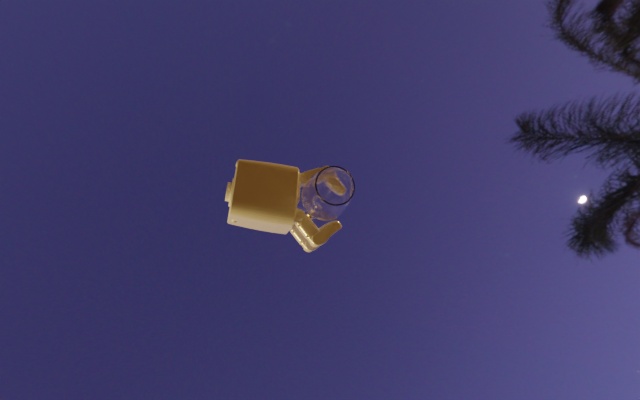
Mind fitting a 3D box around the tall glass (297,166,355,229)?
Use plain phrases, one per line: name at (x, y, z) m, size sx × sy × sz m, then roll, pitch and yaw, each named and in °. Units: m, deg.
tall glass at (0.000, 0.003, 0.804) m, size 0.079 × 0.079 × 0.201 m, roll 0°, pitch -15°, yaw -14°
